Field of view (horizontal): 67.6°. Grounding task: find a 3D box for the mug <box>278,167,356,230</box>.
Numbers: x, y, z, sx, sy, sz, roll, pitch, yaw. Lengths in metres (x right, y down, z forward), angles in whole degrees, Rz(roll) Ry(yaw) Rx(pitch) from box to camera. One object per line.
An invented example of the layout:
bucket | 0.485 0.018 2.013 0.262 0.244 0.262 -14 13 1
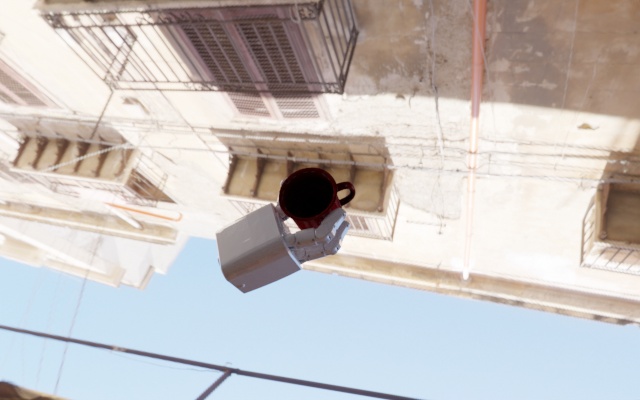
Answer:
mug | 0.001 0.002 0.761 0.117 0.093 0.081 -23 -30 2
